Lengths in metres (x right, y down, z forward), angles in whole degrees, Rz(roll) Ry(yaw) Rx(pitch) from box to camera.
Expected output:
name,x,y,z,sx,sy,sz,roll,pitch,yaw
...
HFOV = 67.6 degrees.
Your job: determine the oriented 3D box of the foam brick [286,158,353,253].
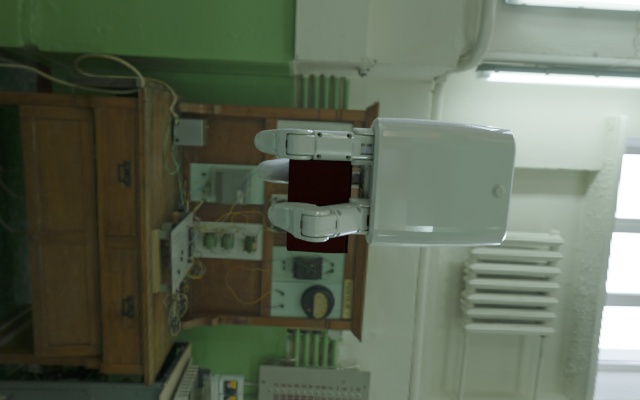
name,x,y,z,sx,sy,sz,roll,pitch,yaw
foam brick,0.000,0.002,0.402,0.051,0.078,0.053,3,10,2
